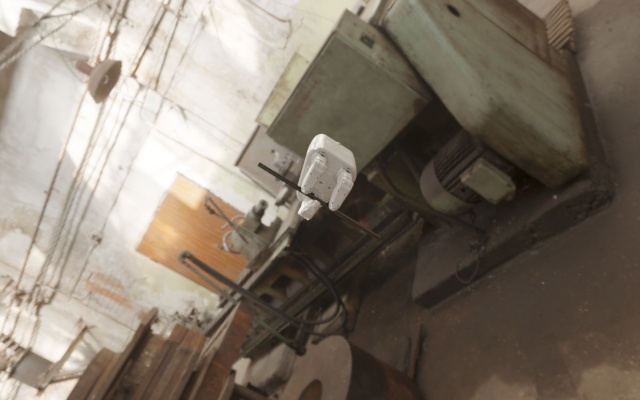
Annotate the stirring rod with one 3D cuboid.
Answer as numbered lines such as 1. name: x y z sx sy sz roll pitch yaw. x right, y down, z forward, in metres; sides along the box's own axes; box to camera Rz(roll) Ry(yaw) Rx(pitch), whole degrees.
1. stirring rod: 0.000 0.003 0.797 0.239 0.011 0.011 32 -6 -10
